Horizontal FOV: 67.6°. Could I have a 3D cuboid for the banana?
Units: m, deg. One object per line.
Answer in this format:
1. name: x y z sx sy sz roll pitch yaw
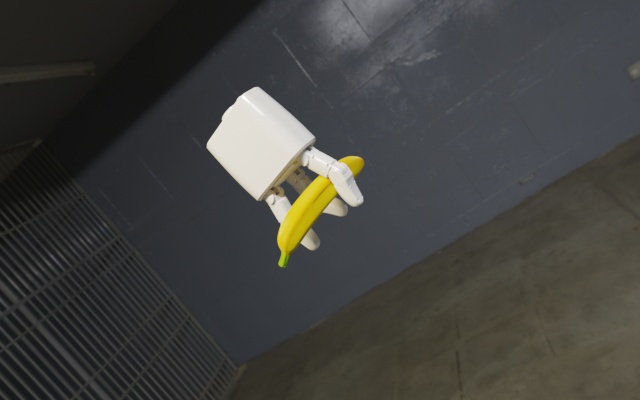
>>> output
1. banana: 0.000 -0.003 0.636 0.037 0.197 0.070 36 -22 10
